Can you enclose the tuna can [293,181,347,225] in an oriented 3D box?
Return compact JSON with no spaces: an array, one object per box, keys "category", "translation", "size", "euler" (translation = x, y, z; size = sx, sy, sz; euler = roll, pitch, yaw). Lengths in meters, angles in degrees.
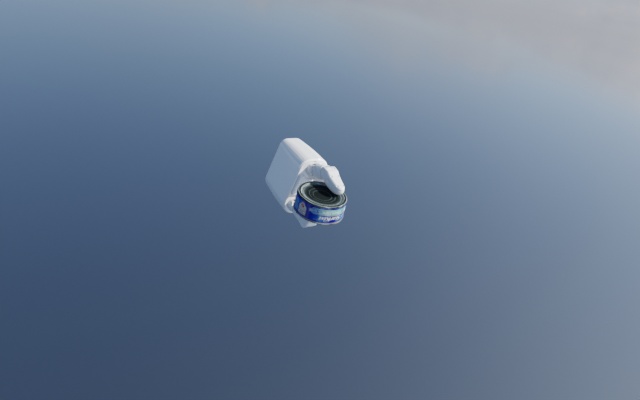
[{"category":"tuna can","translation":[0.000,0.002,0.788],"size":[0.086,0.034,0.086],"euler":[11,30,-7]}]
